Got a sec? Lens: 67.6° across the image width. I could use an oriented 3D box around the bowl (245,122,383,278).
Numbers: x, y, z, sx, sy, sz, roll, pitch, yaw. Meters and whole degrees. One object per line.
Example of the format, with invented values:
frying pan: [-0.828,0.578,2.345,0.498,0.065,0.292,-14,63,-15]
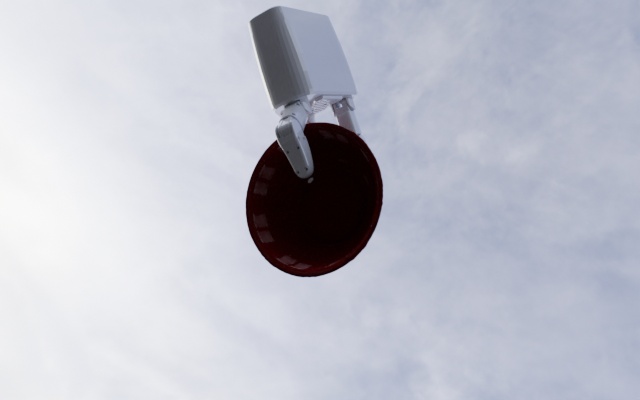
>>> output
bowl: [0.000,0.003,0.512,0.162,0.162,0.055,0,-10,29]
